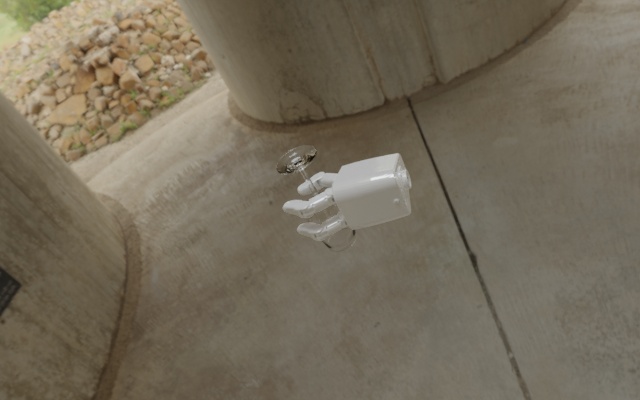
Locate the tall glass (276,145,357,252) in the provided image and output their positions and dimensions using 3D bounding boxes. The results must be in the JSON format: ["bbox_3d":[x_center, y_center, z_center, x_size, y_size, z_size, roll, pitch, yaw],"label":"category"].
[{"bbox_3d":[0.000,0.002,0.846,0.079,0.201,0.079,-19,36,14],"label":"tall glass"}]
